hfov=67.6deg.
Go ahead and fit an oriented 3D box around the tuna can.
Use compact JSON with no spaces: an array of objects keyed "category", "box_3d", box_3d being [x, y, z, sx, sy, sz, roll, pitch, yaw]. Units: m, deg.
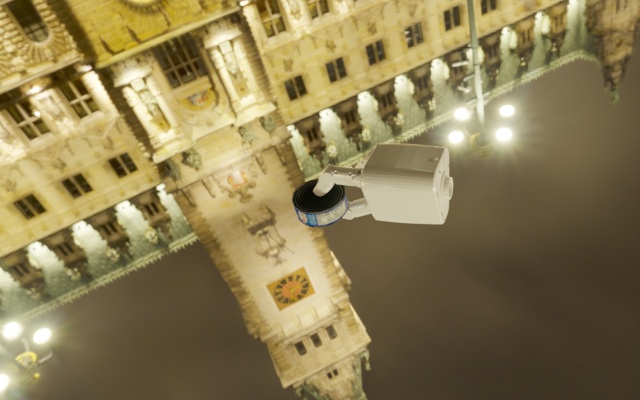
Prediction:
[{"category":"tuna can","box_3d":[0.000,0.003,0.756,0.086,0.034,0.086,-9,39,7]}]
